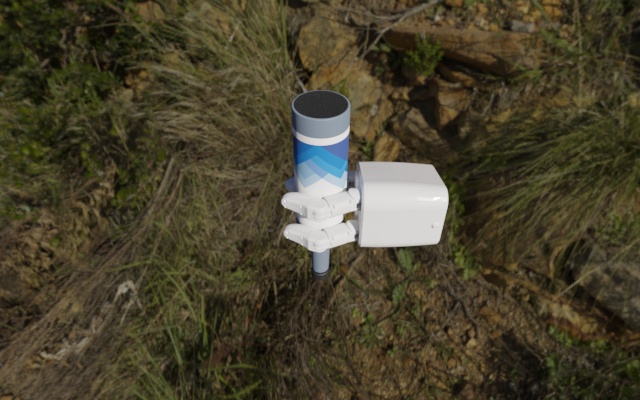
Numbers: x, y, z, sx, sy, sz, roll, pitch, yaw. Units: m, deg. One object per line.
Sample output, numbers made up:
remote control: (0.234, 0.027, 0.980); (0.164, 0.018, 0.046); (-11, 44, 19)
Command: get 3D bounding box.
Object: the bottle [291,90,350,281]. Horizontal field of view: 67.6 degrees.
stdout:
bottle: (0.000, 0.002, 0.634); (0.069, 0.296, 0.069); (0, 42, 0)
